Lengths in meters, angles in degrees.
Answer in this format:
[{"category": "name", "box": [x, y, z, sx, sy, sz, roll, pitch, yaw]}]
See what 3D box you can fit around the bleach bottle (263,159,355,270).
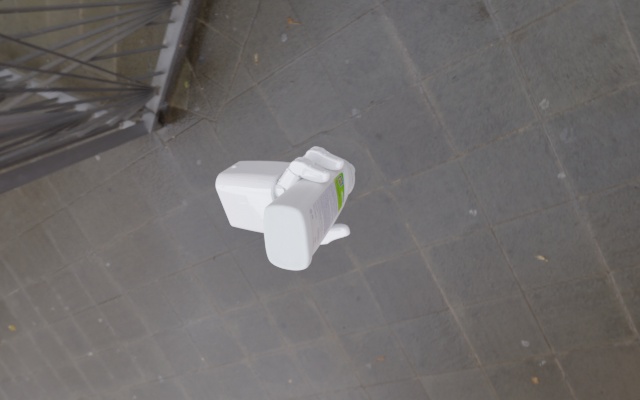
[{"category": "bleach bottle", "box": [0.000, 0.002, 0.745, 0.068, 0.103, 0.250, 6, 25, 22]}]
